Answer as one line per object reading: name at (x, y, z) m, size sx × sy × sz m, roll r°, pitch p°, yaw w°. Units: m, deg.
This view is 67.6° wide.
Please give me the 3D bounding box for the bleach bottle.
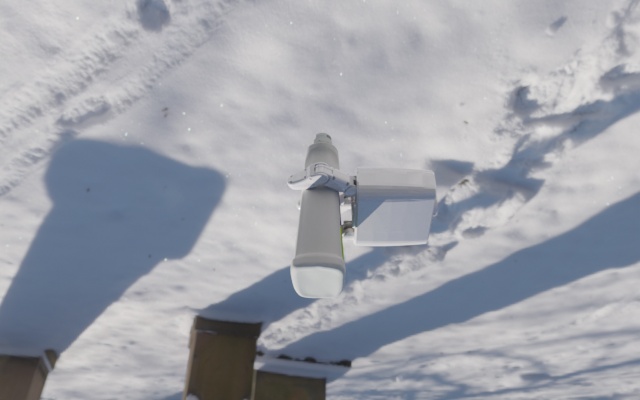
bleach bottle at (0.000, 0.002, 0.668) m, size 0.068 × 0.250 × 0.103 m, roll 1°, pitch -34°, yaw 2°
